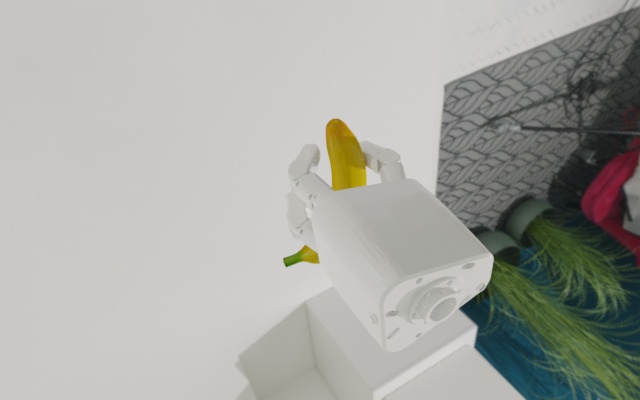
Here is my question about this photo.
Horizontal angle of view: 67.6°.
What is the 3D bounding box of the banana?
[{"bbox_3d":[0.016,0.004,0.516,0.069,0.198,0.037,-1,37,-28],"label":"banana"}]
